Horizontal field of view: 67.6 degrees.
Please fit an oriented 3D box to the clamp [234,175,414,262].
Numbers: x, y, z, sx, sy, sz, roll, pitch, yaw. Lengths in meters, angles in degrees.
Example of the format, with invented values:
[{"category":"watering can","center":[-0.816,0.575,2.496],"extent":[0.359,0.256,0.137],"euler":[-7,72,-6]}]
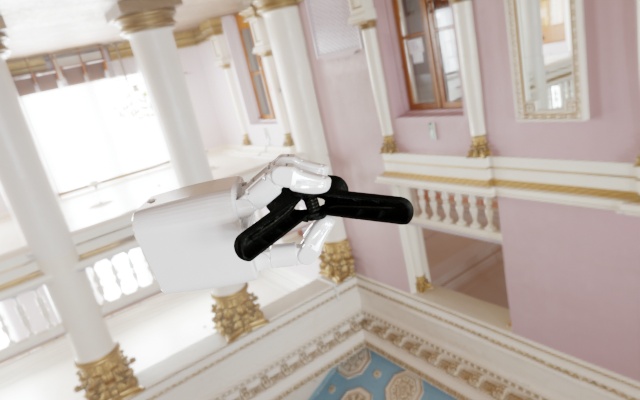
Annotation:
[{"category":"clamp","center":[0.000,0.002,0.509],"extent":[0.164,0.036,0.210],"euler":[-10,17,0]}]
